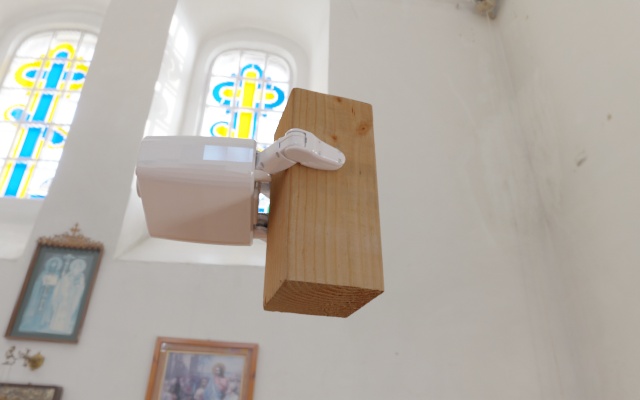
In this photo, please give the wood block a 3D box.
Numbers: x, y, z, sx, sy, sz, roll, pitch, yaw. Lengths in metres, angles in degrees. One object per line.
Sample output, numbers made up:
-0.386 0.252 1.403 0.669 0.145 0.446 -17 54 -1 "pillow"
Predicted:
0.000 0.001 0.478 0.090 0.206 0.091 9 -30 -16 "wood block"
